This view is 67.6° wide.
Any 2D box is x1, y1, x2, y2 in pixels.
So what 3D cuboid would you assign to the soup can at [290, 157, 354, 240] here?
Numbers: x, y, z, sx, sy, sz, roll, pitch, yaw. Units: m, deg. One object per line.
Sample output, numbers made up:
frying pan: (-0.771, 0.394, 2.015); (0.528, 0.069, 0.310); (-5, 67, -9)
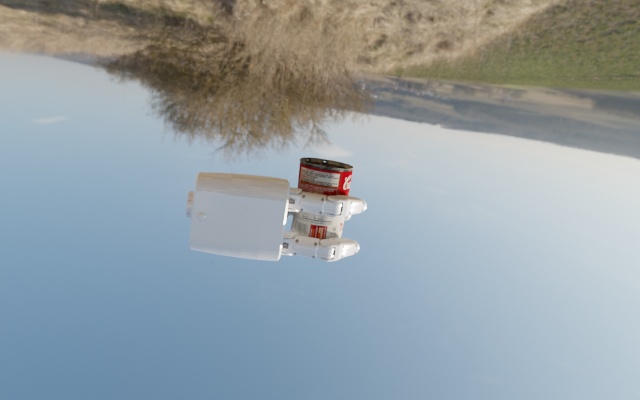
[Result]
soup can: (0.001, 0.002, 0.605); (0.068, 0.102, 0.068); (9, 12, -2)
